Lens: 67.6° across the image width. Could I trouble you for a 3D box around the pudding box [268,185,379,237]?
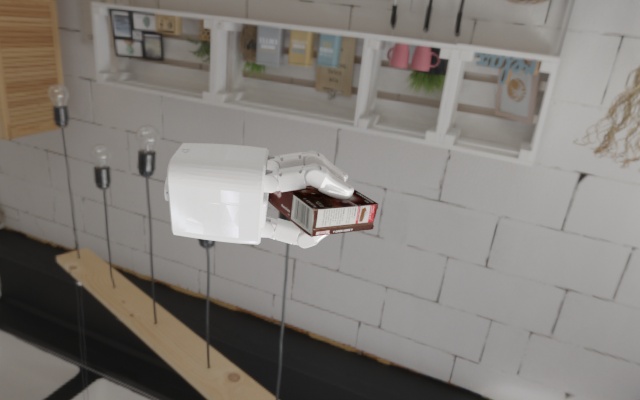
[{"bbox_3d":[0.000,0.002,0.578,0.090,0.039,0.113,-5,26,-32],"label":"pudding box"}]
